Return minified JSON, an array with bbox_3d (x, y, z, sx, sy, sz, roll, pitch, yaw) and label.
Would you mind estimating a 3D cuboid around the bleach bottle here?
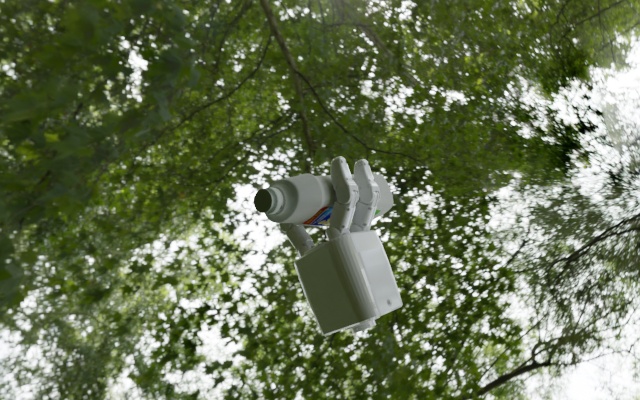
[{"bbox_3d":[0.000,0.002,0.646,0.102,0.068,0.251,-28,-15,32],"label":"bleach bottle"}]
